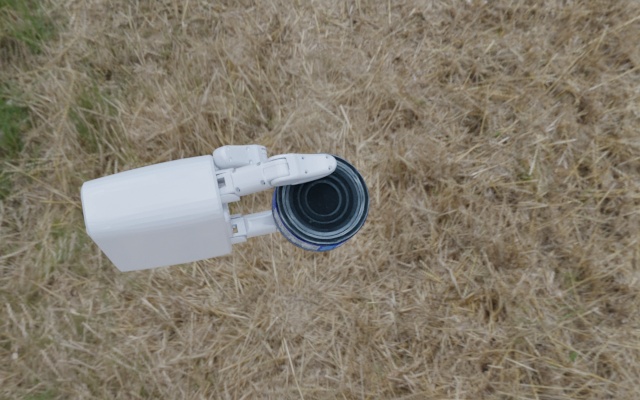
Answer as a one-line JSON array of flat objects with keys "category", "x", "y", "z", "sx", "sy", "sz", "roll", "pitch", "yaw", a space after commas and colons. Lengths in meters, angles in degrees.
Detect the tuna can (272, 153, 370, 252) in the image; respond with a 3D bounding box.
[{"category": "tuna can", "x": 0.000, "y": 0.001, "z": 0.429, "sx": 0.086, "sy": 0.086, "sz": 0.034, "roll": 0, "pitch": -15, "yaw": -11}]
